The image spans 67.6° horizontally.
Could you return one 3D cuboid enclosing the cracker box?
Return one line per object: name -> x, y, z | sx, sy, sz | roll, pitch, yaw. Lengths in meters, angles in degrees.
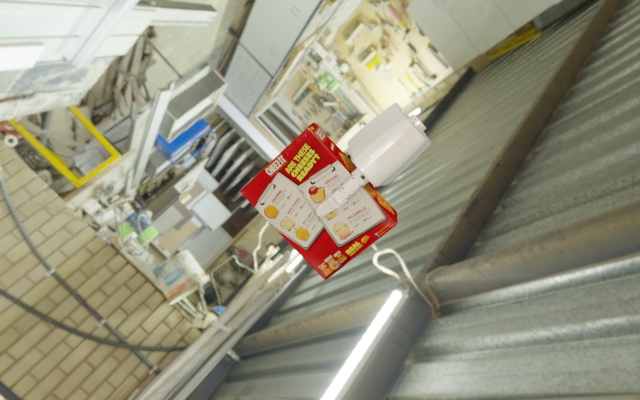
cracker box -> 0.000, 0.003, 0.809 | 0.164, 0.214, 0.072 | -41, 8, 18
